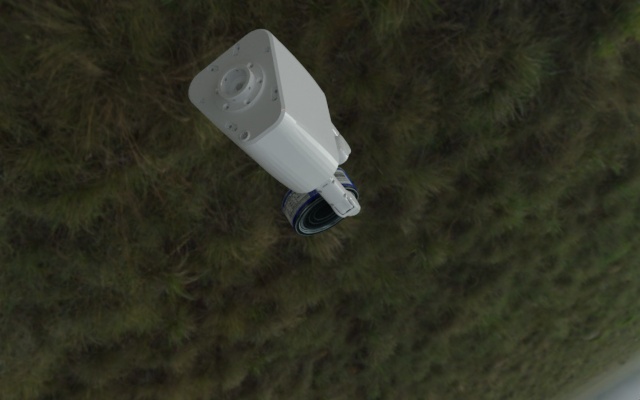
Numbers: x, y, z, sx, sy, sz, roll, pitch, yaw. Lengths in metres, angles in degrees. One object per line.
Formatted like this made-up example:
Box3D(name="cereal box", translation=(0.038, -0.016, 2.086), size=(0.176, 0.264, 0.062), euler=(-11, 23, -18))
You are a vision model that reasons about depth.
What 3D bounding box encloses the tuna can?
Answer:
Box3D(name="tuna can", translation=(0.000, 0.002, 0.547), size=(0.086, 0.033, 0.086), euler=(-26, -28, -15))
